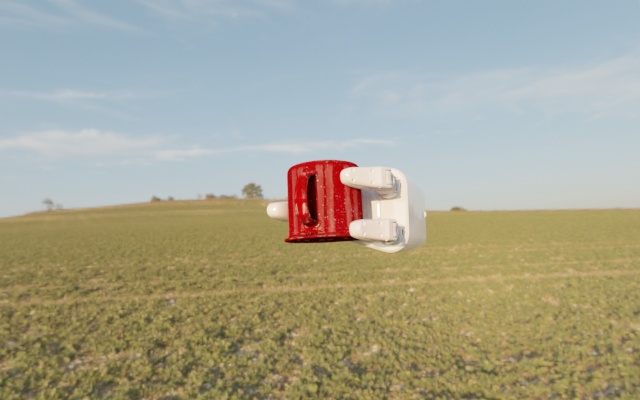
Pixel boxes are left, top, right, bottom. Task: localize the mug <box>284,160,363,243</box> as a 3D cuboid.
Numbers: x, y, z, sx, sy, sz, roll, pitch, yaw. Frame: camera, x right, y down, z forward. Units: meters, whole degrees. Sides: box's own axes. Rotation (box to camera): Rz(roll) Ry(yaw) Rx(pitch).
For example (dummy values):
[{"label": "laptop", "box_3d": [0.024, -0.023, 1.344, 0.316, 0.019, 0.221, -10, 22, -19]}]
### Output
[{"label": "mug", "box_3d": [-0.001, 0.001, 0.512, 0.093, 0.081, 0.117, -6, -9, 23]}]
